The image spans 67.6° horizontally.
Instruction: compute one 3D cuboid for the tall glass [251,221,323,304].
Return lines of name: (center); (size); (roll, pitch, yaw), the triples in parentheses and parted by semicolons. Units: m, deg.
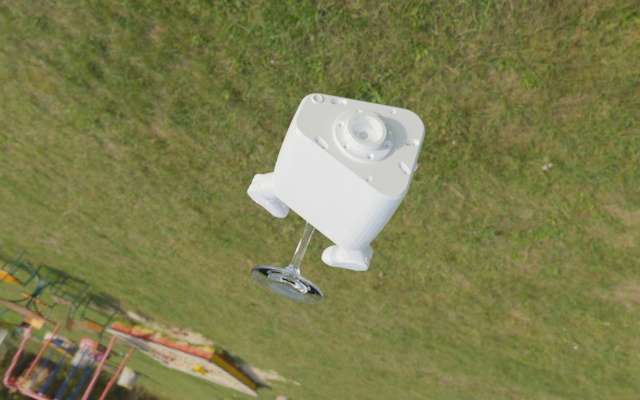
tall glass: (0.000, 0.002, 0.508); (0.079, 0.201, 0.079); (17, -29, 10)
